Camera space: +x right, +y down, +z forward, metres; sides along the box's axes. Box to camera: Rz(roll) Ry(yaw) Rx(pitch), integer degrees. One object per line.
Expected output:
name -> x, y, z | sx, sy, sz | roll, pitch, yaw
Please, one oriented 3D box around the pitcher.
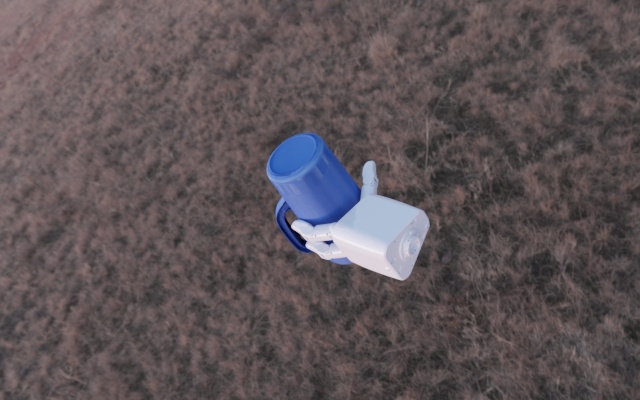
pitcher -> 0.000, 0.003, 0.850 | 0.145, 0.149, 0.243 | 18, -25, 43
